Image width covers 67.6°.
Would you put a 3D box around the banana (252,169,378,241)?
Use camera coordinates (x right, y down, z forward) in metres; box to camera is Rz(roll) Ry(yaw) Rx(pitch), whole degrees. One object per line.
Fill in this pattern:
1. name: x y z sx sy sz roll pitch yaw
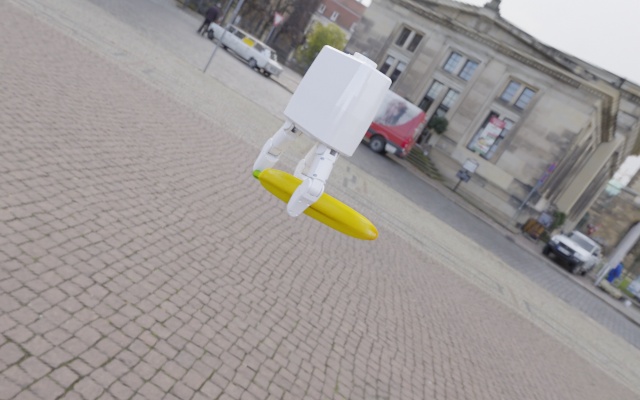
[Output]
1. banana: -0.004 0.004 0.645 0.198 0.037 0.069 30 9 -3
